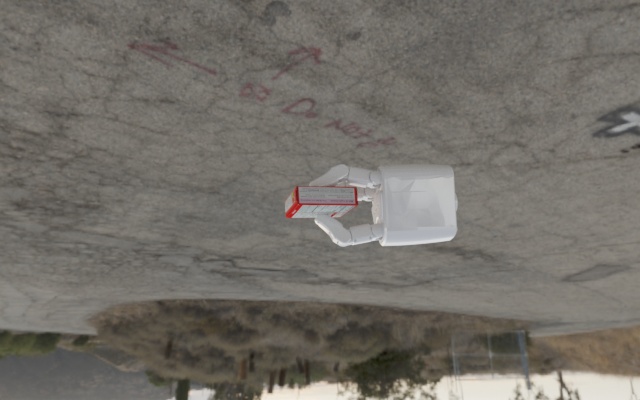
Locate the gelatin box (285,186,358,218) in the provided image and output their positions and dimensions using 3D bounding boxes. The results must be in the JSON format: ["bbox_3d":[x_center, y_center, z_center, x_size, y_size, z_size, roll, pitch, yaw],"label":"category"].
[{"bbox_3d":[0.000,0.003,0.678,0.089,0.030,0.073,0,-15,-17],"label":"gelatin box"}]
